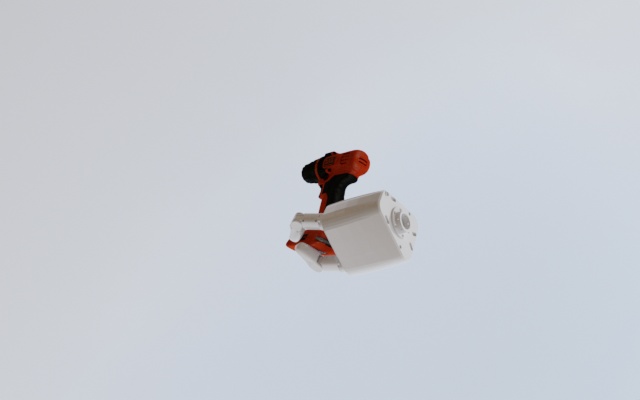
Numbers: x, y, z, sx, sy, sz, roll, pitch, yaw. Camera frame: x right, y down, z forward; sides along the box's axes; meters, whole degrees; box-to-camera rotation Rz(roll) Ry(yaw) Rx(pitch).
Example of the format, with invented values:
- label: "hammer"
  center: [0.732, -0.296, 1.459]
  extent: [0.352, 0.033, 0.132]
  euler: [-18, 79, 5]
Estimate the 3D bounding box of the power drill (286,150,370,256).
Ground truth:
- label: "power drill"
  center: [0.000, 0.003, 0.852]
  extent: [0.057, 0.187, 0.184]
  euler: [25, -18, -27]
